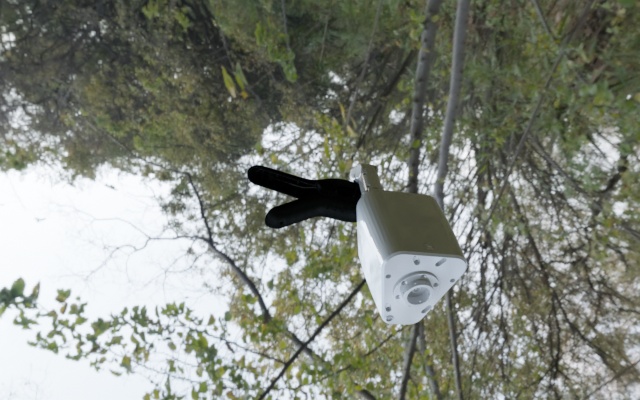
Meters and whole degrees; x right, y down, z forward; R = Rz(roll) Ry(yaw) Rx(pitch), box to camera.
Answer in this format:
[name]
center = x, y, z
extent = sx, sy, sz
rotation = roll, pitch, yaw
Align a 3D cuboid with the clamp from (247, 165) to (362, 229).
[clamp]
center = 0.000, 0.002, 0.565
extent = 0.171, 0.039, 0.120
rotation = 6, 34, -13
